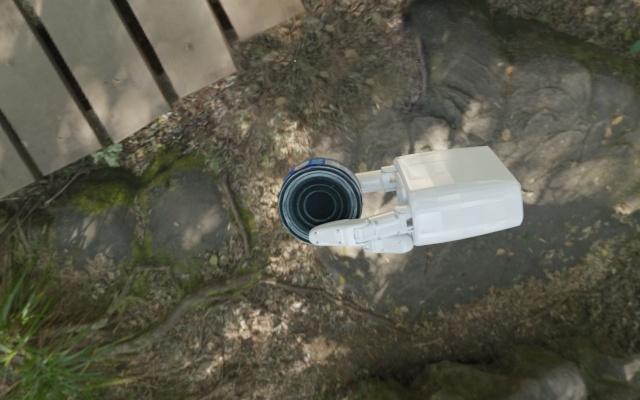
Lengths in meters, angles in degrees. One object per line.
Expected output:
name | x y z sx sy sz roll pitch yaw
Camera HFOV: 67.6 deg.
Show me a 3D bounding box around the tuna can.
tuna can | 0.000 0.002 0.482 0.086 0.086 0.033 0 17 3
